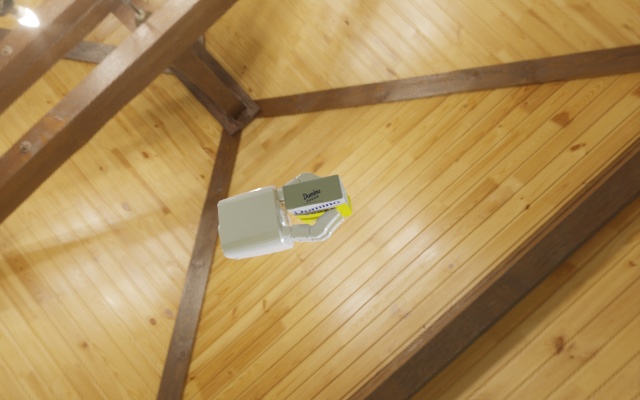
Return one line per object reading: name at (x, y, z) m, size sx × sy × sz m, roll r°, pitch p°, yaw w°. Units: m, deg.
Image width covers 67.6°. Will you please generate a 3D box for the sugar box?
sugar box at (0.000, 0.003, 0.814) m, size 0.093 × 0.048 × 0.176 m, roll -12°, pitch -9°, yaw 7°
